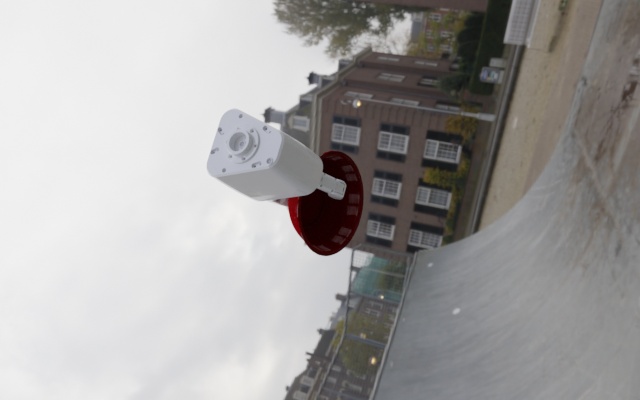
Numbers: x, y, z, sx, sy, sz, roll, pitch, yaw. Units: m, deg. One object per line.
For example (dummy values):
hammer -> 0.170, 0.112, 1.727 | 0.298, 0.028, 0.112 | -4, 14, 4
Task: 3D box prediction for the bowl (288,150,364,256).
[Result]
bowl -> 0.000, 0.003, 0.745 | 0.055, 0.162, 0.162 | 7, 5, 40
